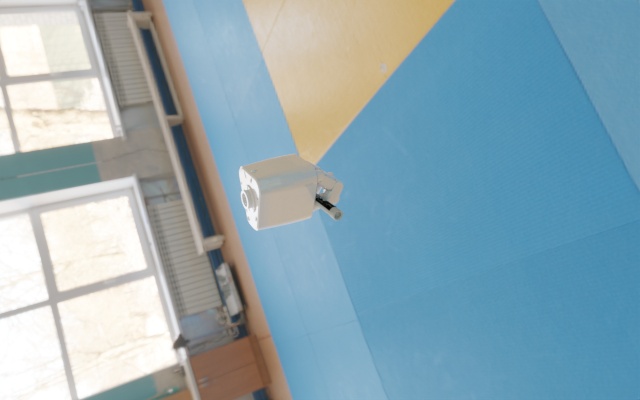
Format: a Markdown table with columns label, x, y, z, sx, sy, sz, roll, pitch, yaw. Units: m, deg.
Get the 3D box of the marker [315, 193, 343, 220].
| label | x | y | z | sx | sy | sz | roll | pitch | yaw |
| --- | --- | --- | --- | --- | --- | --- | --- | --- | --- |
| marker | 0.000 | 0.003 | 0.829 | 0.020 | 0.020 | 0.121 | 0 | 21 | -31 |
